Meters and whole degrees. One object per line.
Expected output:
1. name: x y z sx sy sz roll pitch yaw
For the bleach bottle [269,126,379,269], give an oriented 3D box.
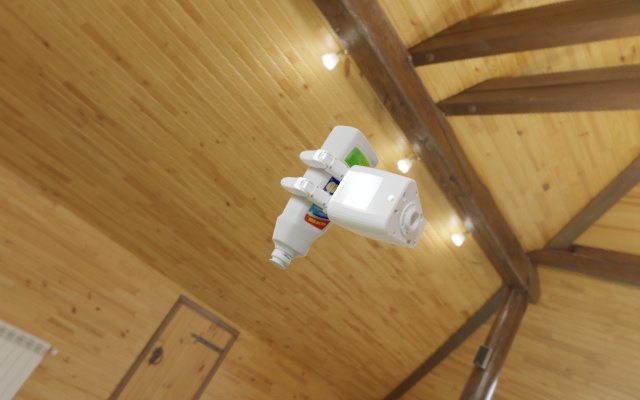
1. bleach bottle: 0.000 0.002 0.778 0.068 0.250 0.103 15 -25 40
